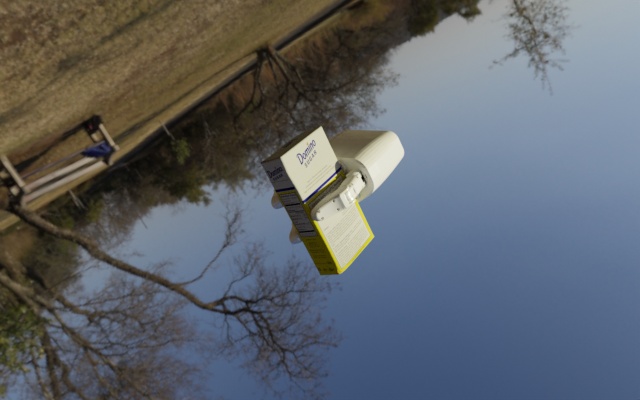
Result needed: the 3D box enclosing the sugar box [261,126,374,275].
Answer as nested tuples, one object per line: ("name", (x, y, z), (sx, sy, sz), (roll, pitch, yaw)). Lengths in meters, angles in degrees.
("sugar box", (0.000, 0.002, 0.632), (0.048, 0.176, 0.093), (-12, 23, 44))
